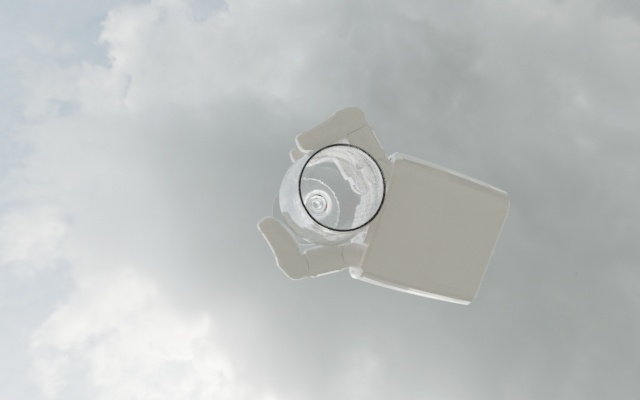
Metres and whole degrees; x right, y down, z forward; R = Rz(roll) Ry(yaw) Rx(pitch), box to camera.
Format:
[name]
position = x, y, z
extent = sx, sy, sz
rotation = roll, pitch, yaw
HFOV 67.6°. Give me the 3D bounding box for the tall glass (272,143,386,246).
[tall glass]
position = 0.000, 0.001, 0.423
extent = 0.079, 0.079, 0.201
rotation = 0, -6, -9
